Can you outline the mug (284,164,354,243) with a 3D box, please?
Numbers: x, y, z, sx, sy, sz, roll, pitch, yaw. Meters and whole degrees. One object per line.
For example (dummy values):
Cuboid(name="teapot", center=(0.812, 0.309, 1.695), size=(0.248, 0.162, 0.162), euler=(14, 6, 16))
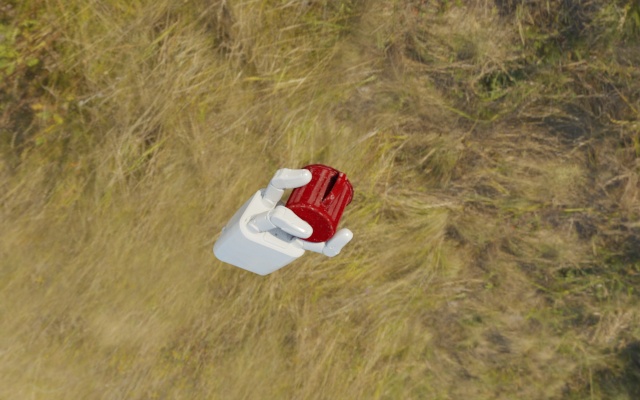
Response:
Cuboid(name="mug", center=(0.001, 0.002, 0.688), size=(0.093, 0.081, 0.117), euler=(36, -42, -14))
